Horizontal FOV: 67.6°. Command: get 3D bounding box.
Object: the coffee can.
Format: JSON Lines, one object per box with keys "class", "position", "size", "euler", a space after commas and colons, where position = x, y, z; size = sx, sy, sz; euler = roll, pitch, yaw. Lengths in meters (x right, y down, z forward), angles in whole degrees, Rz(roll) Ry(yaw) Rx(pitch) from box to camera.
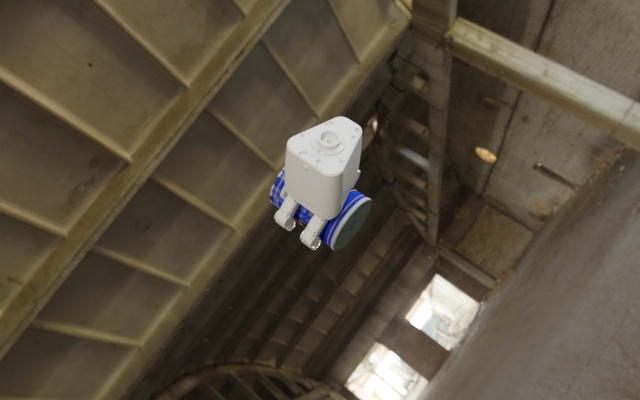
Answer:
{"class": "coffee can", "position": [0.000, 0.003, 0.800], "size": [0.140, 0.103, 0.103], "euler": [36, 13, 19]}
